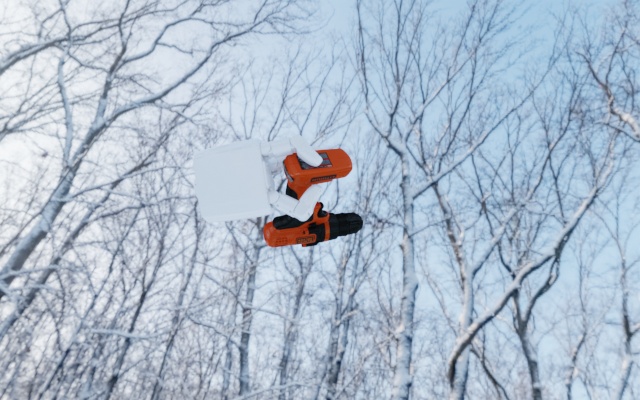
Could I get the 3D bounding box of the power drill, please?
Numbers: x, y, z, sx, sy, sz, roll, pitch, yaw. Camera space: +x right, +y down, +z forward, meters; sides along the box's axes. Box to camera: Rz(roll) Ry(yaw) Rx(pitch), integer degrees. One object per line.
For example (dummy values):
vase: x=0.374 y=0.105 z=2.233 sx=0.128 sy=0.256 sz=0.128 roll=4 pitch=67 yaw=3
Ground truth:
power drill: x=0.000 y=0.002 z=0.802 sx=0.184 sy=0.188 sz=0.057 roll=-9 pitch=46 yaw=-20
